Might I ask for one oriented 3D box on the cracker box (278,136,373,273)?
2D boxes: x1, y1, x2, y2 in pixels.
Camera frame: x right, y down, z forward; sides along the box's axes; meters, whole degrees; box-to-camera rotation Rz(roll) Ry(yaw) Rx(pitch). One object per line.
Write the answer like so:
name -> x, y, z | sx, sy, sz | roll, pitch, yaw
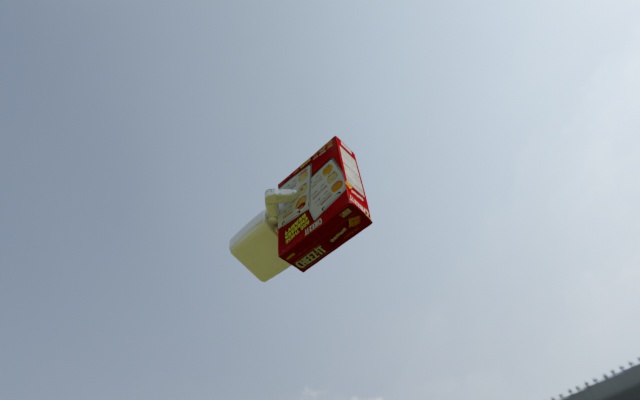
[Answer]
cracker box -> 0.000, 0.003, 0.877 | 0.164, 0.213, 0.072 | -38, -58, 22
